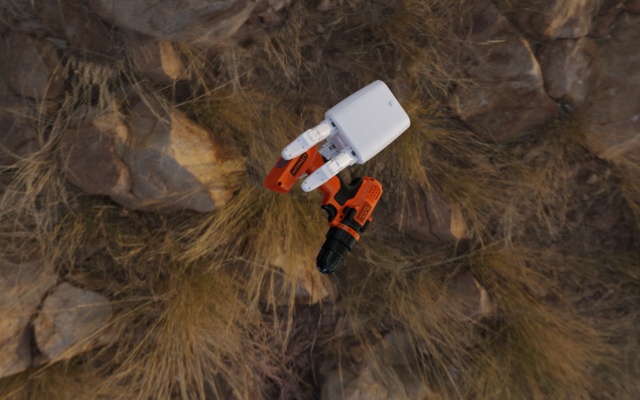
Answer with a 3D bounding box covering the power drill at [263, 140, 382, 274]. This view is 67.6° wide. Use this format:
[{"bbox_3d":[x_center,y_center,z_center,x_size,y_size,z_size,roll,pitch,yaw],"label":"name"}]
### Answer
[{"bbox_3d":[0.000,0.002,0.775,0.188,0.184,0.057,41,-22,-26],"label":"power drill"}]
